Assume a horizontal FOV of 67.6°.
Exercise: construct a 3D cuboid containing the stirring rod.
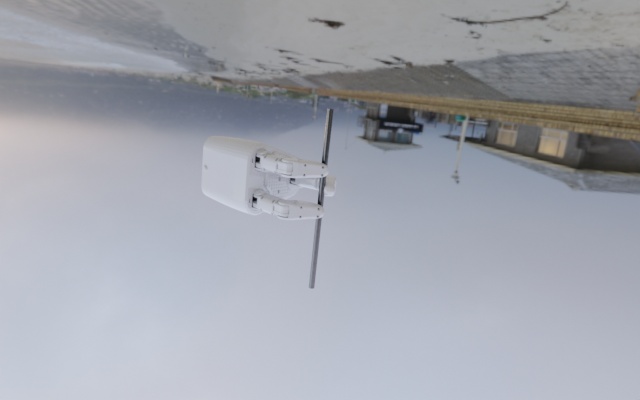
[{"bbox_3d":[0.000,0.002,0.624,0.011,0.239,0.011,6,13,-1],"label":"stirring rod"}]
